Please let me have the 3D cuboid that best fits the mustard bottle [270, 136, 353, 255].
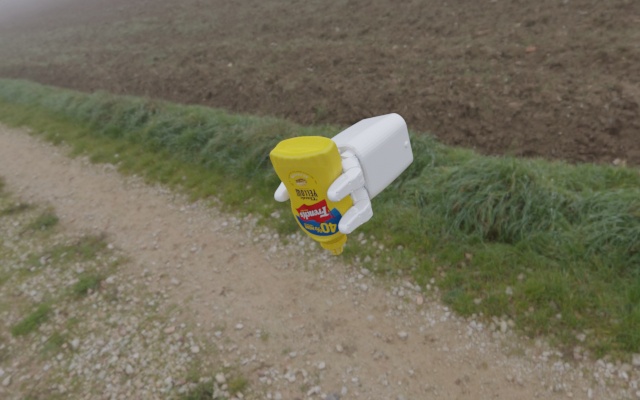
[{"bbox_3d":[0.000,0.002,0.691,0.096,0.192,0.058,2,38,29],"label":"mustard bottle"}]
